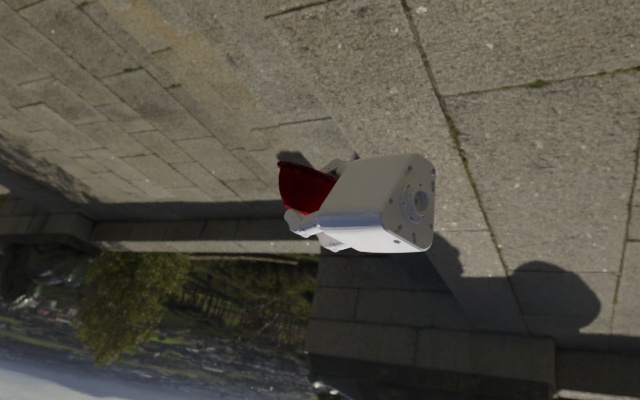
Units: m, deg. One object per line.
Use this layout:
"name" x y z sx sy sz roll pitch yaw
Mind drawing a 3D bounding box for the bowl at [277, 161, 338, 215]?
"bowl" -0.001 0.003 0.693 0.162 0.055 0.162 24 -7 3
